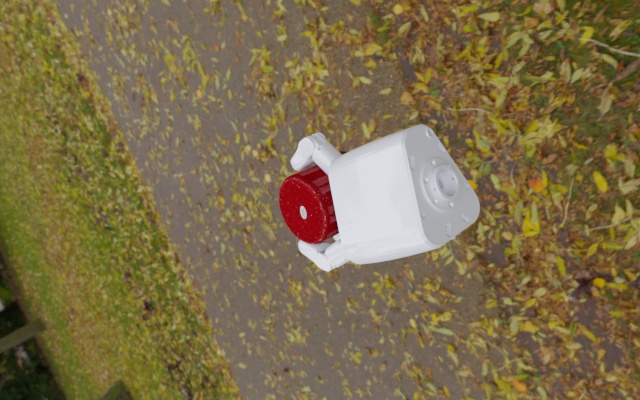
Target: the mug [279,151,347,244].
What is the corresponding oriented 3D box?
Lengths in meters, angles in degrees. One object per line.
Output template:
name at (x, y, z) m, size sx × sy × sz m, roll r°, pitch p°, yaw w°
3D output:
mug at (-0.001, 0.002, 0.557) m, size 0.081 × 0.093 × 0.117 m, roll -25°, pitch 1°, yaw -38°
